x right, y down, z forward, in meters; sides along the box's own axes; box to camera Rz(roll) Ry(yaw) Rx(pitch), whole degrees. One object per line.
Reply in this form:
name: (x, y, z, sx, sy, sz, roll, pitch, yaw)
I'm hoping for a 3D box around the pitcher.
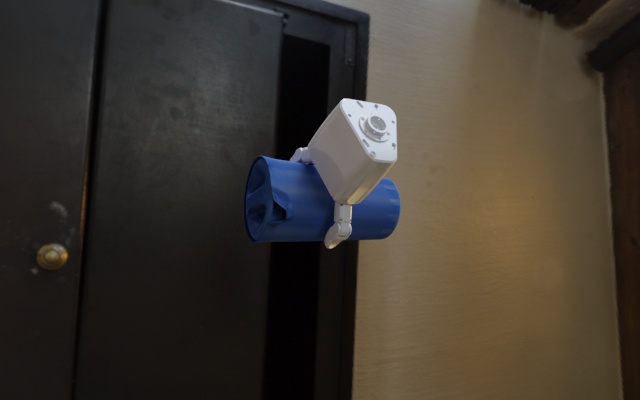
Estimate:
pitcher: (0.000, 0.003, 0.788, 0.243, 0.149, 0.145, 5, -33, -26)
